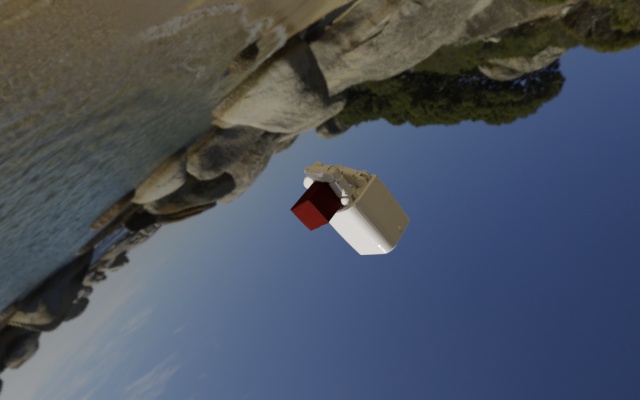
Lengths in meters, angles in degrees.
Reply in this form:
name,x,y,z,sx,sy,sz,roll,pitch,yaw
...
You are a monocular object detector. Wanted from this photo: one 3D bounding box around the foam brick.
name,x,y,z,sx,sy,sz,roll,pitch,yaw
foam brick,0.000,0.003,0.784,0.053,0.051,0.078,-27,18,47
